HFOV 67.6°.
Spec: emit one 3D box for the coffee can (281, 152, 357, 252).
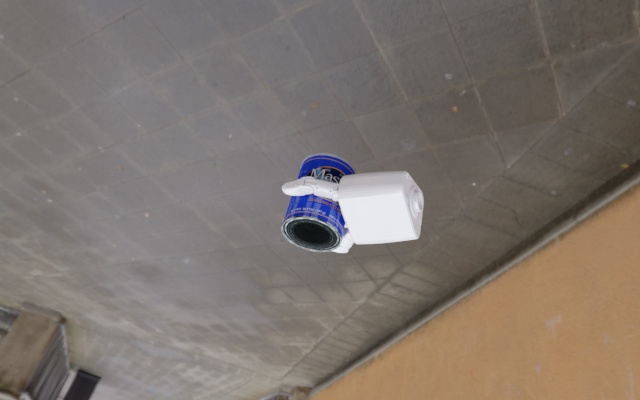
[{"bbox_3d":[0.000,0.003,0.821,0.103,0.140,0.103,10,-36,7],"label":"coffee can"}]
